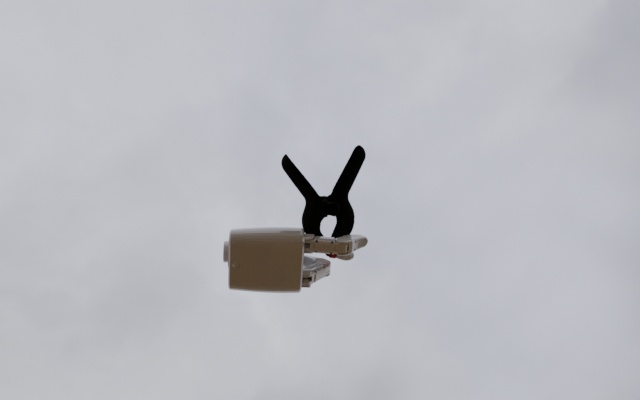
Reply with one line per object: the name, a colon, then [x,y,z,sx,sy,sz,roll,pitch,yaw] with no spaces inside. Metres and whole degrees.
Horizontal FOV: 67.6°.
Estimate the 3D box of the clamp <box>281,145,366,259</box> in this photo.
clamp: [0.000,0.002,0.695,0.120,0.171,0.039,2,16,-8]
